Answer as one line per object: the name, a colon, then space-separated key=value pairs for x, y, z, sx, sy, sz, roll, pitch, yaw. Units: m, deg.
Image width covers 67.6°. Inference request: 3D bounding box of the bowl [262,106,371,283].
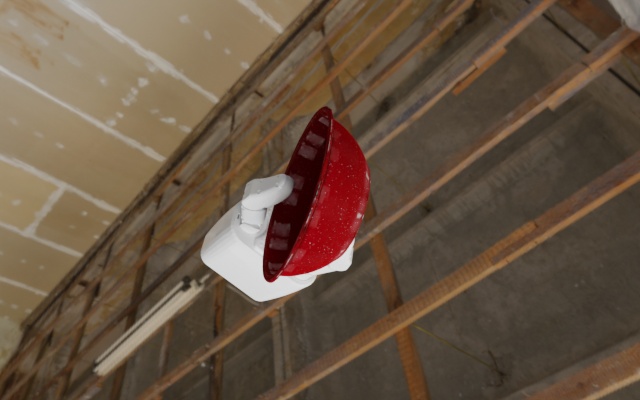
bowl: x=0.001 y=0.001 z=0.426 sx=0.055 sy=0.162 sz=0.162 roll=19 pitch=-5 yaw=-14
